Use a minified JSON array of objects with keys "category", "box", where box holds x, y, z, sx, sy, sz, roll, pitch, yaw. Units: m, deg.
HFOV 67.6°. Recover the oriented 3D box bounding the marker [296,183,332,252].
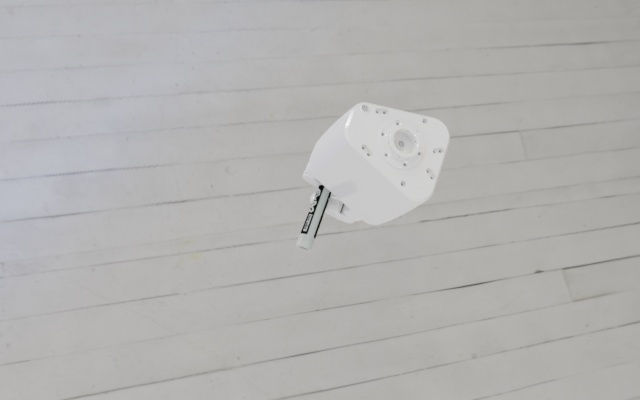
[{"category":"marker","box":[0.000,0.002,0.568,0.020,0.121,0.020,18,-19,7]}]
